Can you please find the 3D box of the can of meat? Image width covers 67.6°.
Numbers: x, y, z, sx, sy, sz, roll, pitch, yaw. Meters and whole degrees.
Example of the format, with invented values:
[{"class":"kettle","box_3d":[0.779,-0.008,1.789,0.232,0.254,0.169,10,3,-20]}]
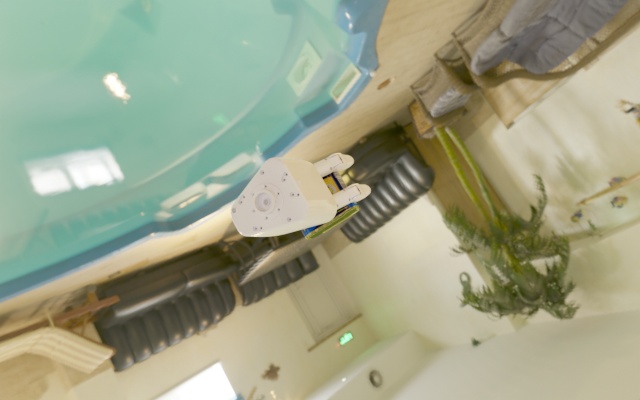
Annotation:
[{"class":"can of meat","box_3d":[0.000,0.003,0.754,0.102,0.084,0.057,-33,-12,12]}]
